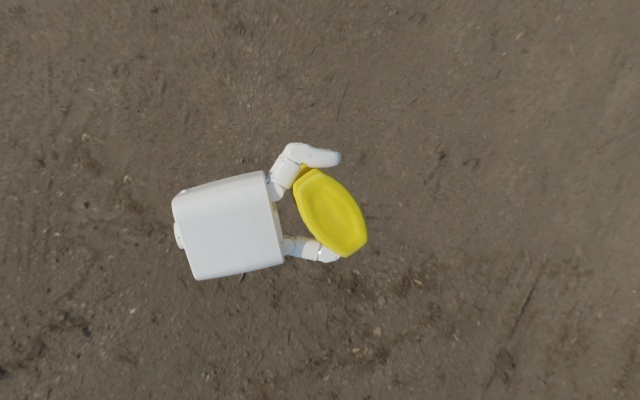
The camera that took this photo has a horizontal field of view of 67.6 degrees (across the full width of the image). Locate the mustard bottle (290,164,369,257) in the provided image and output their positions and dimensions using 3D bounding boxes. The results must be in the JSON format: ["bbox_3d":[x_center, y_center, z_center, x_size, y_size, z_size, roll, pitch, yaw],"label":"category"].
[{"bbox_3d":[0.000,0.002,0.578,0.058,0.096,0.191,-37,12,-1],"label":"mustard bottle"}]
